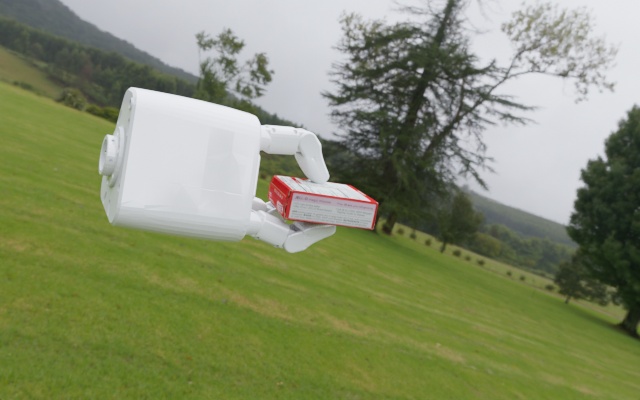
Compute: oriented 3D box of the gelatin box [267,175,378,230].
[{"bbox_3d":[0.000,0.001,0.460,0.089,0.030,0.073,7,12,-19],"label":"gelatin box"}]
